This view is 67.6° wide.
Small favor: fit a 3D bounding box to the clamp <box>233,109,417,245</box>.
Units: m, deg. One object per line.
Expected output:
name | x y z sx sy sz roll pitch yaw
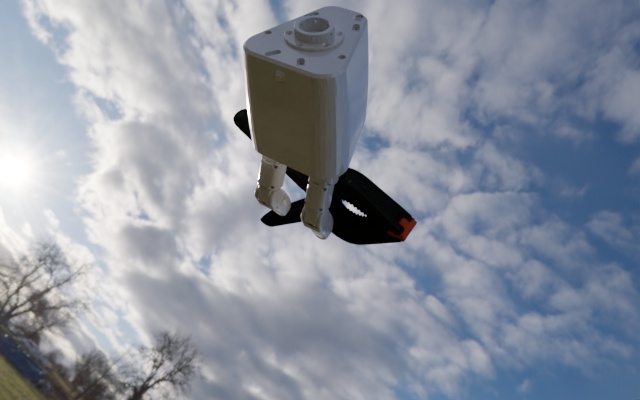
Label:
clamp | 0.001 0.001 0.514 0.210 0.165 0.036 26 53 22
